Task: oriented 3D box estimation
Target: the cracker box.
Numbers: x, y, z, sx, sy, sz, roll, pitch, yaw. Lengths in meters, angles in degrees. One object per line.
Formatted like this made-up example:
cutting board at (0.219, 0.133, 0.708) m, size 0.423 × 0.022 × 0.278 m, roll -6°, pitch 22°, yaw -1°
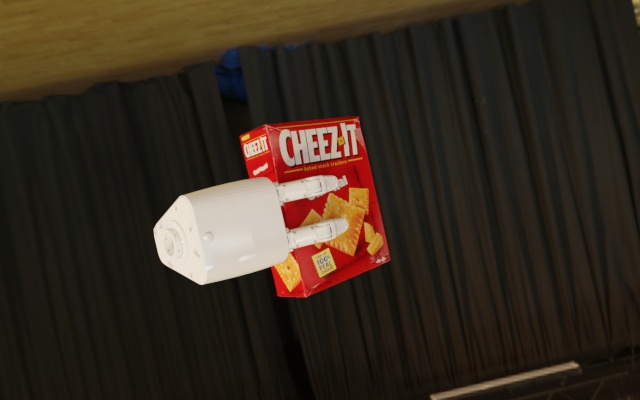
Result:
cracker box at (0.000, 0.002, 0.638) m, size 0.164 × 0.213 × 0.072 m, roll -14°, pitch 2°, yaw -41°
